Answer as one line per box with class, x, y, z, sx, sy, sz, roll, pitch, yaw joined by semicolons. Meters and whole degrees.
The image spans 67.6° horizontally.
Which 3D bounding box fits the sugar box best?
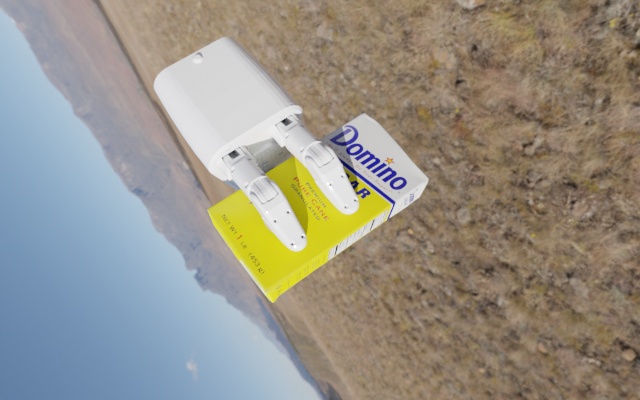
sugar box;0.000;0.001;0.429;0.176;0.093;0.048;-35;-18;-14
